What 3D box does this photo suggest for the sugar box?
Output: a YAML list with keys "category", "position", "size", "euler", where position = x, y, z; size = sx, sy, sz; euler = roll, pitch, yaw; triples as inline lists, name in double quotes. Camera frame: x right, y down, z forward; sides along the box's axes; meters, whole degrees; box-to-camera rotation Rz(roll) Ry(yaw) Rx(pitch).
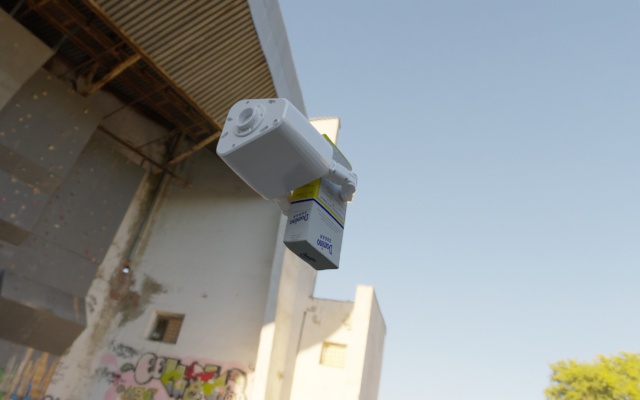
- category: "sugar box"
  position: [0.000, 0.002, 0.689]
  size: [0.048, 0.176, 0.093]
  euler: [-7, -35, 31]
